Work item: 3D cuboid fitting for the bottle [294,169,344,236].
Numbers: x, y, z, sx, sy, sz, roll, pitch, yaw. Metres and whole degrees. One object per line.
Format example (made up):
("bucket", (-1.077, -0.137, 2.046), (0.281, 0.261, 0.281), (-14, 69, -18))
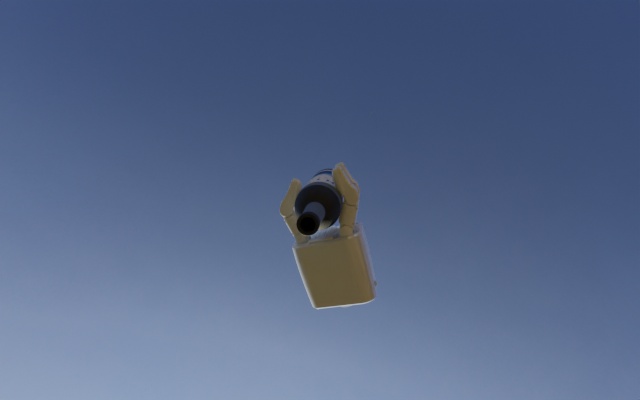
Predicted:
("bottle", (0.000, 0.002, 0.707), (0.069, 0.069, 0.295), (0, 10, 6))
